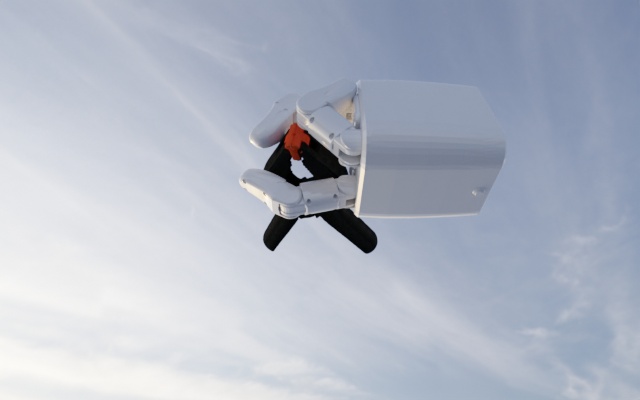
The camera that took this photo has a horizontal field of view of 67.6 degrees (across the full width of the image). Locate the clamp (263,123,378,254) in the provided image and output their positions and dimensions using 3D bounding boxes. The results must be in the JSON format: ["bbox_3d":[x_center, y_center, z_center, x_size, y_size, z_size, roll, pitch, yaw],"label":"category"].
[{"bbox_3d":[0.000,0.001,0.451,0.120,0.039,0.172,1,-36,-1],"label":"clamp"}]
